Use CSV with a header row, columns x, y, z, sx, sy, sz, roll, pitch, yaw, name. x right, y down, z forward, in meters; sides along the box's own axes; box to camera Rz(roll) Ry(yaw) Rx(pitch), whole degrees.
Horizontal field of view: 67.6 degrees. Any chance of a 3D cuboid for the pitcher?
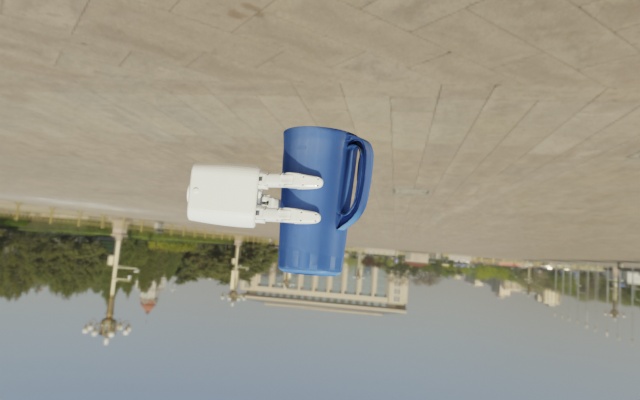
x,y,z,sx,sy,sz,roll,pitch,yaw,name
0.000,0.003,0.803,0.145,0.243,0.149,5,-6,-6,pitcher
